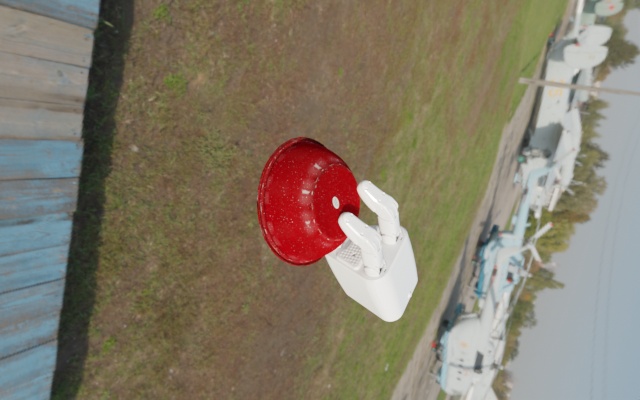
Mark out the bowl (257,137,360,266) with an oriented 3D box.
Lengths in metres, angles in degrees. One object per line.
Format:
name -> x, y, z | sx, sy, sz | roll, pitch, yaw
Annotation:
bowl -> 0.000, 0.001, 0.581 | 0.055, 0.162, 0.162 | 1, 1, 41
